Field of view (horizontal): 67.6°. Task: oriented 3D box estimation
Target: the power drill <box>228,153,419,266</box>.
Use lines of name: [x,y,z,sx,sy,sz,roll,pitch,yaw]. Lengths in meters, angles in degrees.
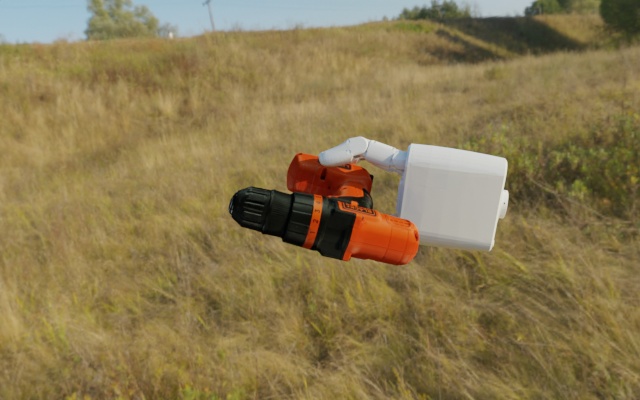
power drill: [0.000,0.002,0.520,0.184,0.057,0.187,15,19,-9]
